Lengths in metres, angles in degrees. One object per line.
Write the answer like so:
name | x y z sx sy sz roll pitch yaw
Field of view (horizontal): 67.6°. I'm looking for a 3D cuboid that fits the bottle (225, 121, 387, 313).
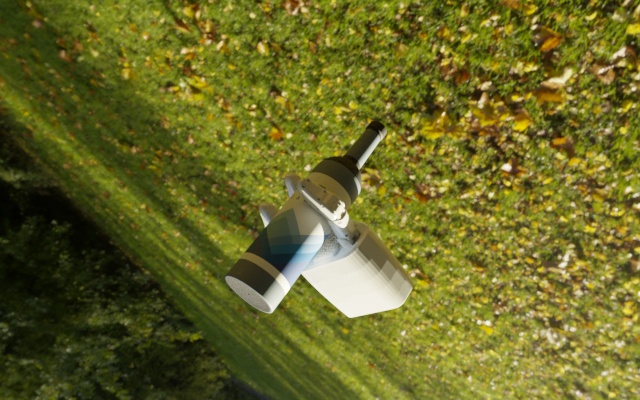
bottle | 0.000 0.002 0.598 0.069 0.295 0.069 29 -29 17
